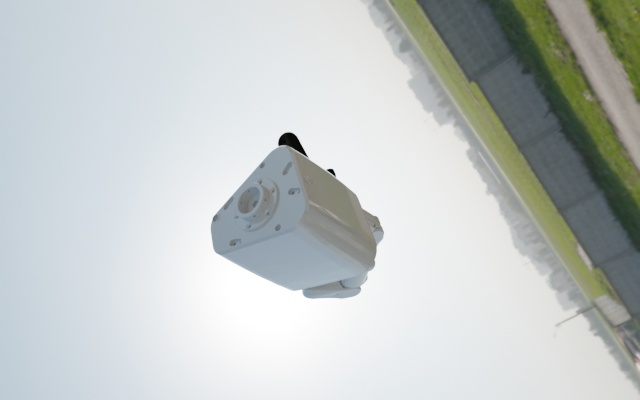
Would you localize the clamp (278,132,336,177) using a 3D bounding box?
[{"bbox_3d":[0.000,0.002,0.542,0.039,0.171,0.120,-34,-41,19],"label":"clamp"}]
